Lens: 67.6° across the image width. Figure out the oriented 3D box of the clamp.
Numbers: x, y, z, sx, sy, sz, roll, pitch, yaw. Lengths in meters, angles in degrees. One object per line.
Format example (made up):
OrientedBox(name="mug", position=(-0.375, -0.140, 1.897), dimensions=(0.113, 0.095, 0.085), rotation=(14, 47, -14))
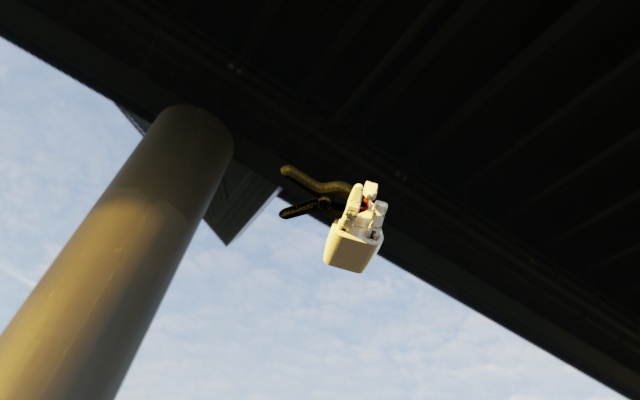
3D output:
OrientedBox(name="clamp", position=(0.000, 0.002, 0.881), dimensions=(0.171, 0.039, 0.120), rotation=(16, -44, -2))
